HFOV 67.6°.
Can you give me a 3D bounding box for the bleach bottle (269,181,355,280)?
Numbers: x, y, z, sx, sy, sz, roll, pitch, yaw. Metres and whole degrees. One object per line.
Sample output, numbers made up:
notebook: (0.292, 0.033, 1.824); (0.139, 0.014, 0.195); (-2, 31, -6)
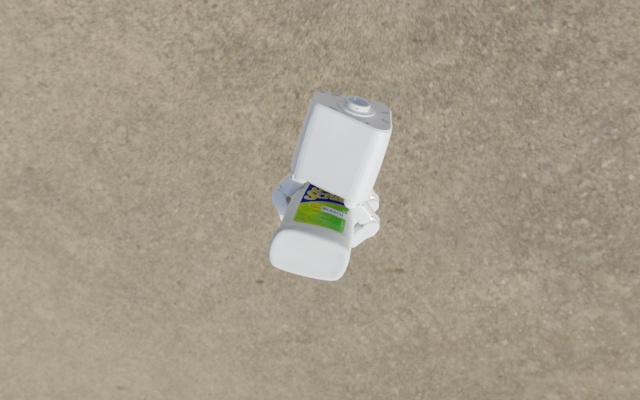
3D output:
bleach bottle: (0.000, 0.002, 0.683); (0.102, 0.068, 0.250); (16, 34, -3)
